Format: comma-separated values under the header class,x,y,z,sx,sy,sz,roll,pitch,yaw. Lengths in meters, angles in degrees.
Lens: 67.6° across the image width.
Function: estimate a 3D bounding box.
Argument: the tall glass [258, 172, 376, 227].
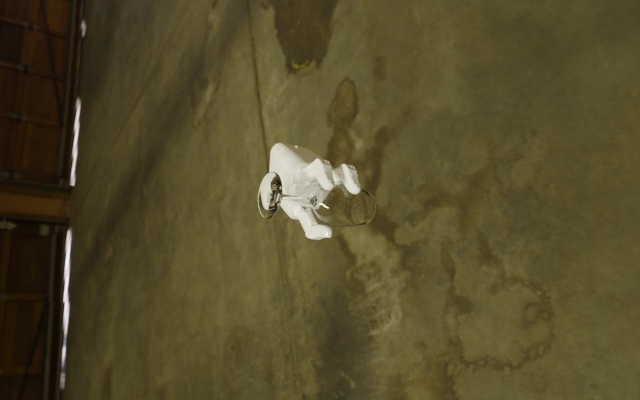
class,x,y,z,sx,sy,sz,roll,pitch,yaw
tall glass,0.000,0.003,0.805,0.201,0.079,0.079,8,-5,-35
